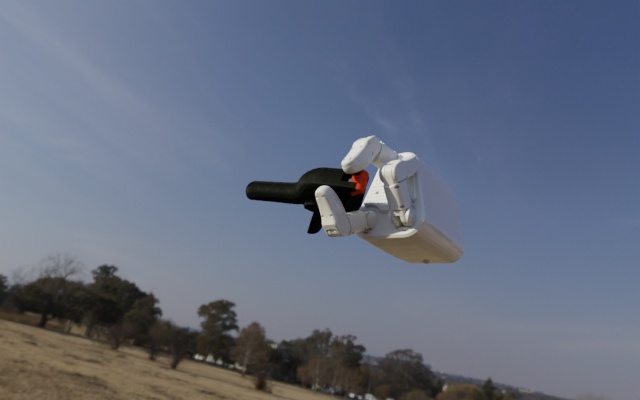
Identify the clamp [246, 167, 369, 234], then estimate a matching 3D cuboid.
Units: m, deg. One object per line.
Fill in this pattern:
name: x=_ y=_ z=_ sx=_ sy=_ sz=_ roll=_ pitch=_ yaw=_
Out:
clamp: x=0.000 y=0.001 z=0.589 sx=0.171 sy=0.039 sz=0.120 roll=-8 pitch=-29 yaw=43
